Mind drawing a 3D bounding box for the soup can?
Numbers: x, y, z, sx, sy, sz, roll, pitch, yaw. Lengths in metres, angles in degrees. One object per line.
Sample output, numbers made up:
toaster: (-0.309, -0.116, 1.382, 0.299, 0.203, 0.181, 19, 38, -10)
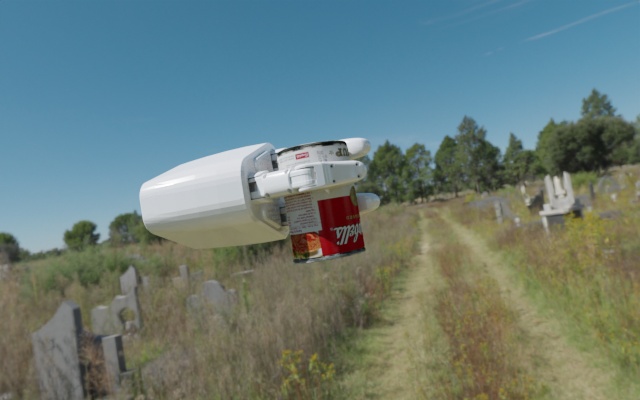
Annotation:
soup can: (0.000, 0.001, 0.441, 0.068, 0.102, 0.068, -9, -2, 0)
